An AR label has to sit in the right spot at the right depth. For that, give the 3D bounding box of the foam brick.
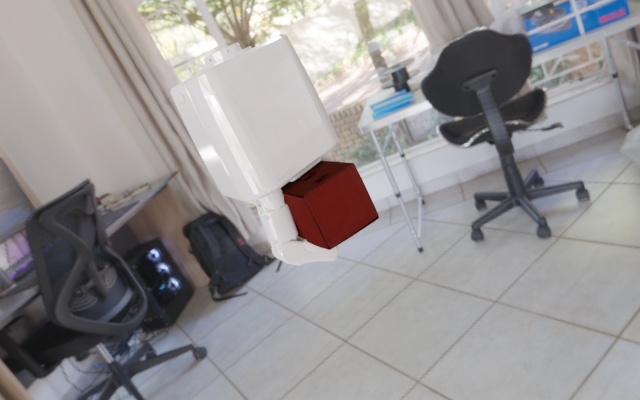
[{"bbox_3d":[0.000,0.001,0.403,0.053,0.051,0.078,-32,19,-21],"label":"foam brick"}]
